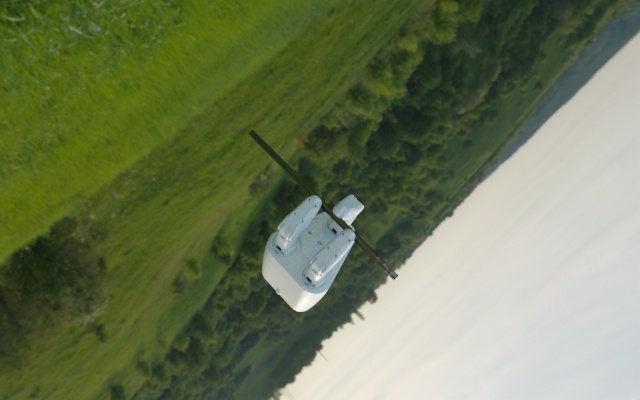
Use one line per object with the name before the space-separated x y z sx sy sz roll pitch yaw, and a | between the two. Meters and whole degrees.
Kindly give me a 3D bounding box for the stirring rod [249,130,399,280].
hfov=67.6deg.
stirring rod | 0.000 0.002 0.548 0.239 0.011 0.011 45 11 11
